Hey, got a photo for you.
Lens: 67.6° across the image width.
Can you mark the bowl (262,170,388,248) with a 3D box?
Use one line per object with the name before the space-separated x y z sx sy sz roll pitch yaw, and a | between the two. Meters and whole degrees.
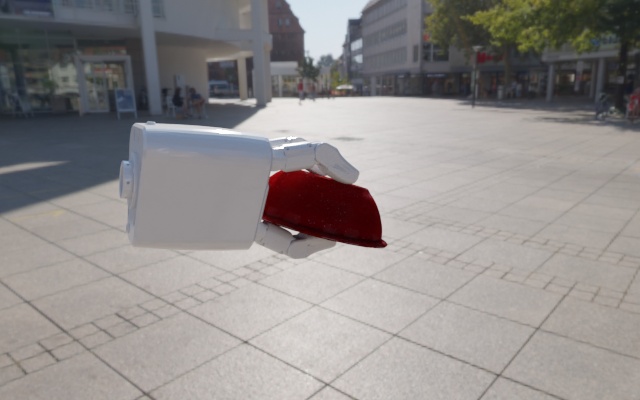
bowl | 0.001 0.001 0.513 0.162 0.055 0.162 15 3 -1
